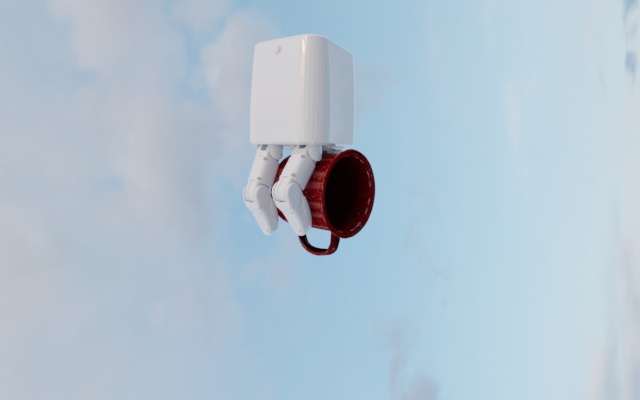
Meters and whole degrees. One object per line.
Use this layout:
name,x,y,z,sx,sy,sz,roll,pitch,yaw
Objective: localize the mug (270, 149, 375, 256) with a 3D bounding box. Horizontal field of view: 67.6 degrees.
mug,0.000,0.003,0.522,0.081,0.117,0.093,7,7,40
